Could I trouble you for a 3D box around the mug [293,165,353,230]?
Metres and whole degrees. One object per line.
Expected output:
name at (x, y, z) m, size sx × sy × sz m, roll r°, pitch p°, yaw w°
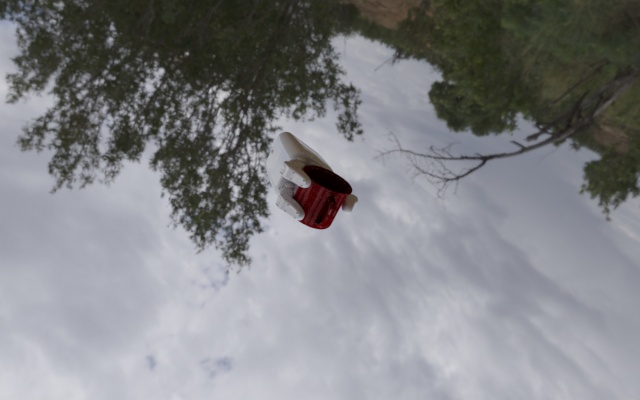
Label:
mug at (0.001, 0.004, 0.820) m, size 0.093 × 0.081 × 0.117 m, roll 15°, pitch 25°, yaw -27°
